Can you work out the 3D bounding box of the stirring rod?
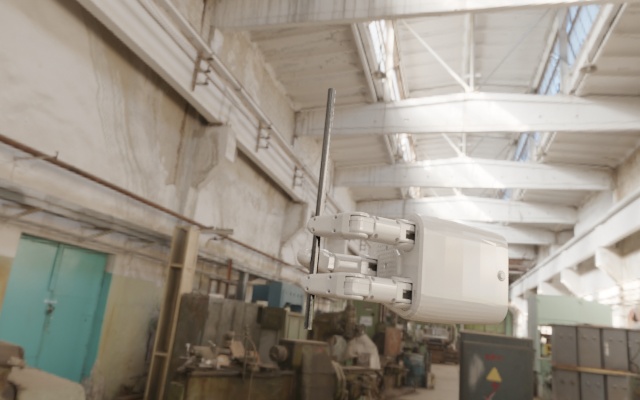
[{"bbox_3d":[0.000,0.002,0.465,0.011,0.239,0.011,5,-14,1],"label":"stirring rod"}]
